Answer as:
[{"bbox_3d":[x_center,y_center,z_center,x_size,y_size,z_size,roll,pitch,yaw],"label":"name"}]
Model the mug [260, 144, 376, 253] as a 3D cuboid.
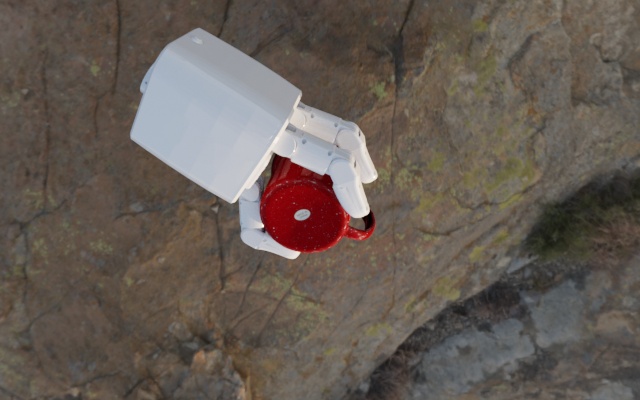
[{"bbox_3d":[0.001,0.002,0.455,0.117,0.093,0.081,31,31,-10],"label":"mug"}]
